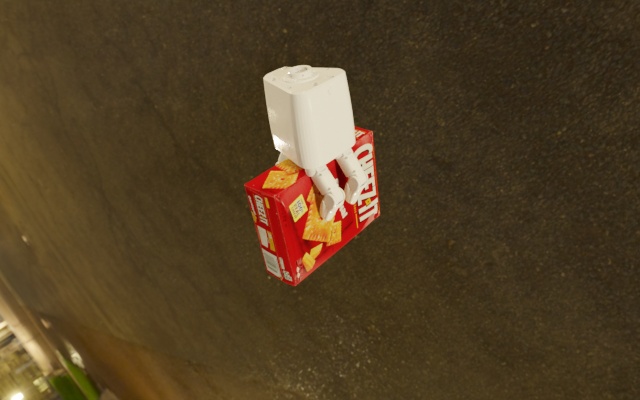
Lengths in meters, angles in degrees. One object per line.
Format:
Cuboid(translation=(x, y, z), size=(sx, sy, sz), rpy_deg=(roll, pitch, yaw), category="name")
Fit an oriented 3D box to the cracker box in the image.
Cuboid(translation=(0.000, 0.002, 0.727), size=(0.072, 0.164, 0.213), rpy_deg=(22, 44, 38), category="cracker box")
